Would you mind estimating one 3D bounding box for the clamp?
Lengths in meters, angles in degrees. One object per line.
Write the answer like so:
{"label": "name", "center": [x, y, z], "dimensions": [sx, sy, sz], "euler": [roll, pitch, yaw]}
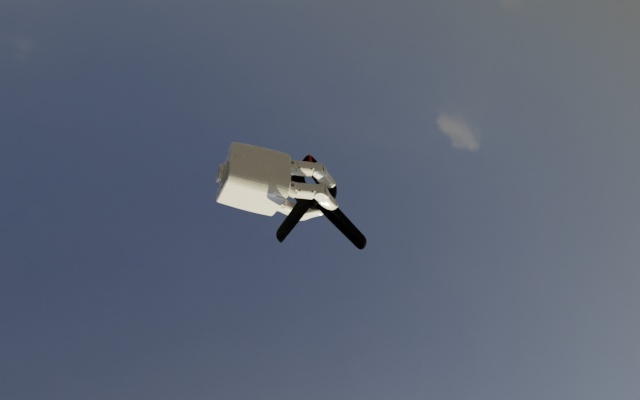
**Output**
{"label": "clamp", "center": [0.000, 0.003, 0.874], "dimensions": [0.164, 0.209, 0.036], "euler": [13, -44, -18]}
